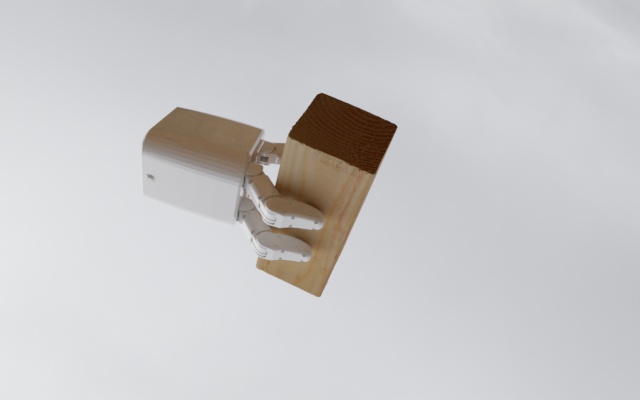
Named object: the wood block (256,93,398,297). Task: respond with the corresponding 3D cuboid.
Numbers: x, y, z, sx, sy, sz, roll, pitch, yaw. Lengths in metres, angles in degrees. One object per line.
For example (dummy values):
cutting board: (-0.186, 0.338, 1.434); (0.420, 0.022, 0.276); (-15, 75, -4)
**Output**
wood block: (0.000, 0.001, 0.526); (0.090, 0.206, 0.090); (24, 45, 5)
